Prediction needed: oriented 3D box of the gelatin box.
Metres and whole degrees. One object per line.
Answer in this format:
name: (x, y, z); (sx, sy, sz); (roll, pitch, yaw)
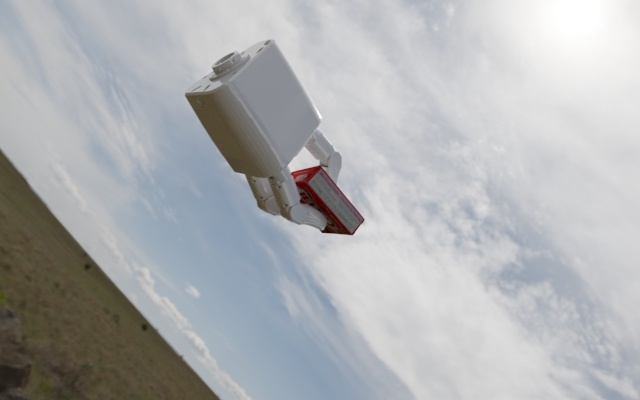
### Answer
gelatin box: (0.001, 0.002, 0.569); (0.030, 0.089, 0.073); (-49, 20, -21)
